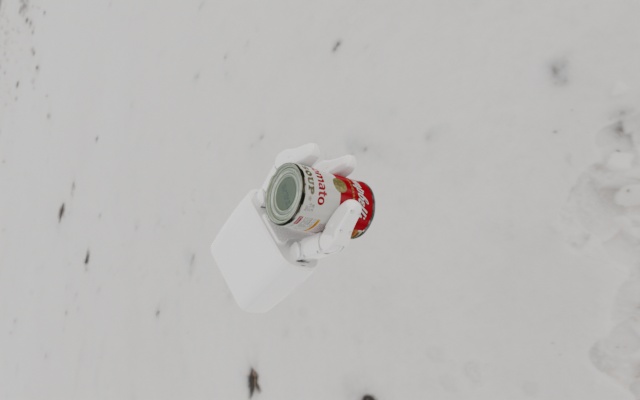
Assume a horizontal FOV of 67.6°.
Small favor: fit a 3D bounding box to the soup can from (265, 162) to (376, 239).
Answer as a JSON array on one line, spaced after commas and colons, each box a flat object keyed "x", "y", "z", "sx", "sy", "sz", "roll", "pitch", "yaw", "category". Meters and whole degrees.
[{"x": 0.000, "y": 0.001, "z": 0.516, "sx": 0.102, "sy": 0.068, "sz": 0.068, "roll": 13, "pitch": -8, "yaw": -38, "category": "soup can"}]
